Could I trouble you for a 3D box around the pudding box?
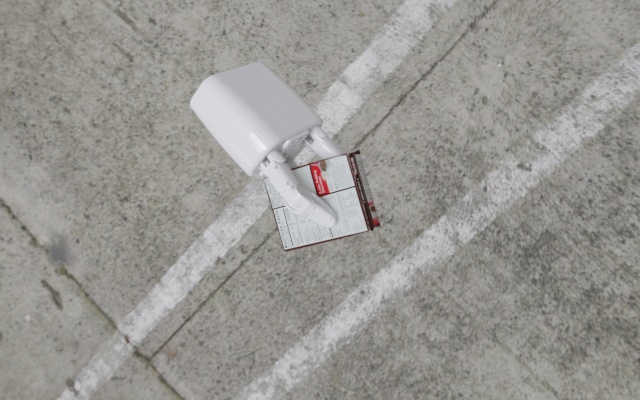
[{"bbox_3d":[0.000,0.002,0.533,0.113,0.090,0.039,-15,3,27],"label":"pudding box"}]
